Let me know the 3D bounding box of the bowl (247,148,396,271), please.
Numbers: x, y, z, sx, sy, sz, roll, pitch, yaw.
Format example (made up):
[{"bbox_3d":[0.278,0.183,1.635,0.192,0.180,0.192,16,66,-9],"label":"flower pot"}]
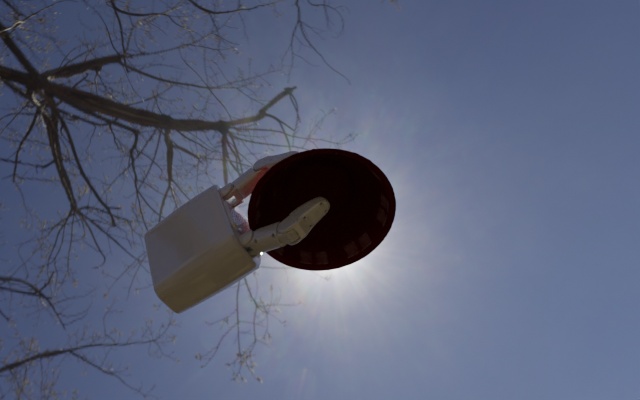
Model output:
[{"bbox_3d":[0.001,0.001,0.539,0.162,0.162,0.055,0,34,-6],"label":"bowl"}]
